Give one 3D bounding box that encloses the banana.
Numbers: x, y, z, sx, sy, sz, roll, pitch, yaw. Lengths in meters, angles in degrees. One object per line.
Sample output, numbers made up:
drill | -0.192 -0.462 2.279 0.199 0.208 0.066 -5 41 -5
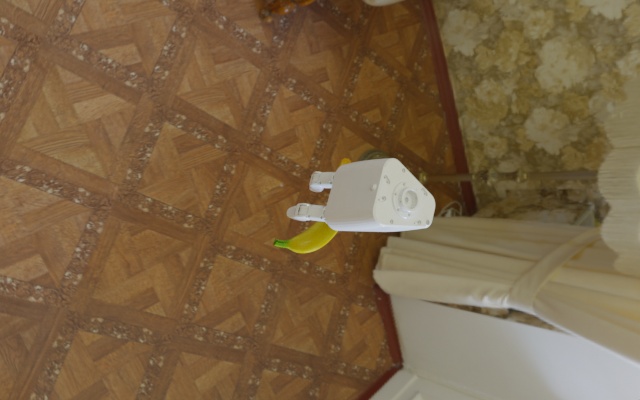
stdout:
banana | 0.011 0.018 0.776 0.070 0.197 0.037 46 -25 -16
